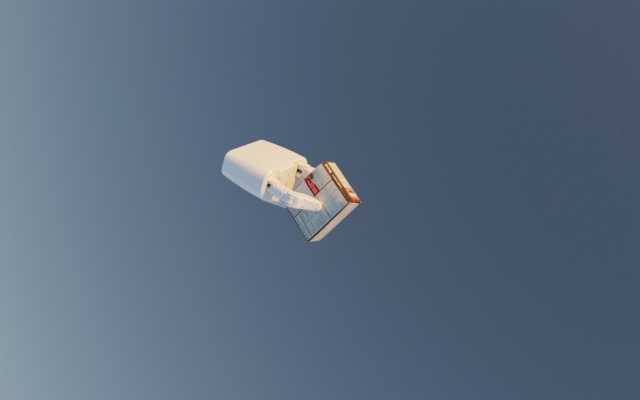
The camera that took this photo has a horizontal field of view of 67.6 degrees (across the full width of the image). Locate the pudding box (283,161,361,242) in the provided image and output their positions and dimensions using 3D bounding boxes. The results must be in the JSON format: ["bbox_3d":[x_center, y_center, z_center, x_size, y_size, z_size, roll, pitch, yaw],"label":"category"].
[{"bbox_3d":[0.000,0.003,0.800,0.113,0.090,0.039,-45,-22,30],"label":"pudding box"}]
